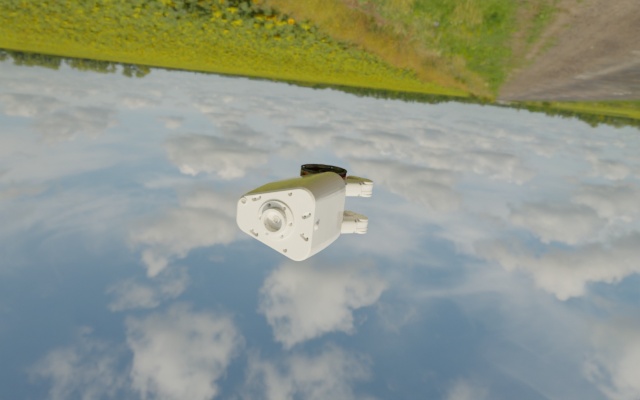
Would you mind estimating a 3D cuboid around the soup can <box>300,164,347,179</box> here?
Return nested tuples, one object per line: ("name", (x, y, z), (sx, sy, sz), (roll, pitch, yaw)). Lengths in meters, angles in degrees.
("soup can", (0.000, 0.002, 0.702), (0.068, 0.102, 0.068), (6, 14, -1))
